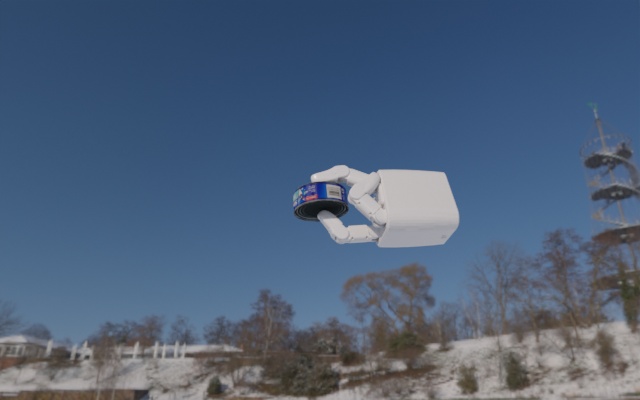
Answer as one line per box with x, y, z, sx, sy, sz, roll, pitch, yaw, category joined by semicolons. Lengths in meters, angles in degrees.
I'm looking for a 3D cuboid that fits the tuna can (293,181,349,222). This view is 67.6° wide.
0.000;0.002;0.746;0.086;0.033;0.086;-4;-23;-2;tuna can
